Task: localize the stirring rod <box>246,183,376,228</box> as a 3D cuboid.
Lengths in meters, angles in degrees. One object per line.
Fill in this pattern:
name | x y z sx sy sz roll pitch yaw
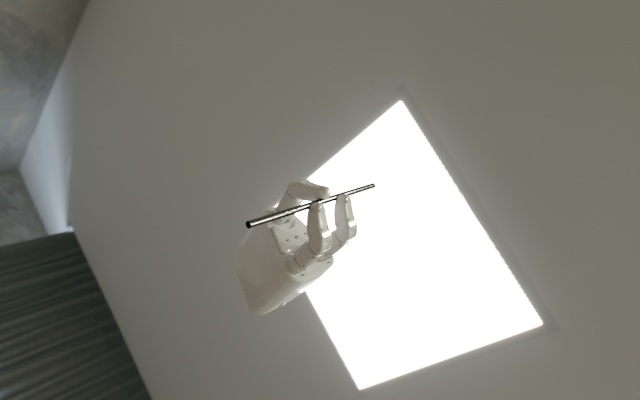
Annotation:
stirring rod | 0.000 0.002 0.585 0.011 0.011 0.239 0 11 39
